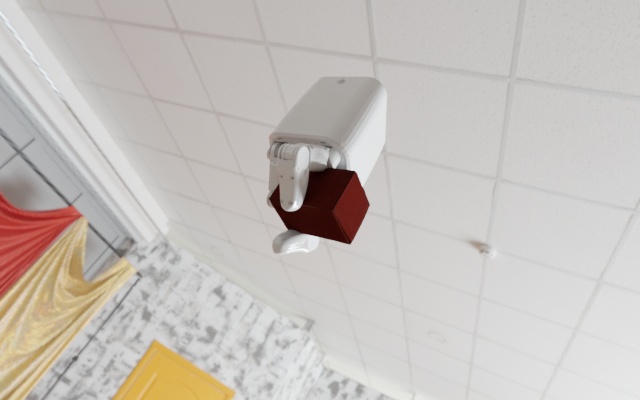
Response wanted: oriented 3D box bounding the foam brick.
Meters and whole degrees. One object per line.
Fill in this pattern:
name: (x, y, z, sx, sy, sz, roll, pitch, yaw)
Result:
foam brick: (0.000, 0.002, 0.468, 0.078, 0.051, 0.053, 11, -36, 34)
